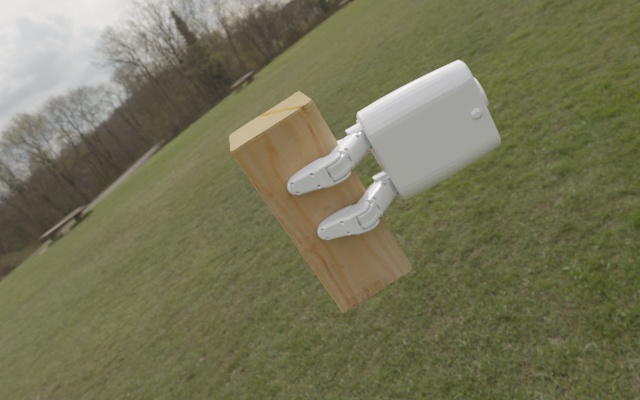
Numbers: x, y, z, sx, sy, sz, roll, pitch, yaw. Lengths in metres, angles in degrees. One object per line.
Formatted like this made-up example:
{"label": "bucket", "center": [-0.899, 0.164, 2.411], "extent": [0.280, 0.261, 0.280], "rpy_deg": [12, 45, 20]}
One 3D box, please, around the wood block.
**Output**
{"label": "wood block", "center": [0.000, 0.001, 0.501], "extent": [0.090, 0.206, 0.090], "rpy_deg": [-32, 21, 1]}
